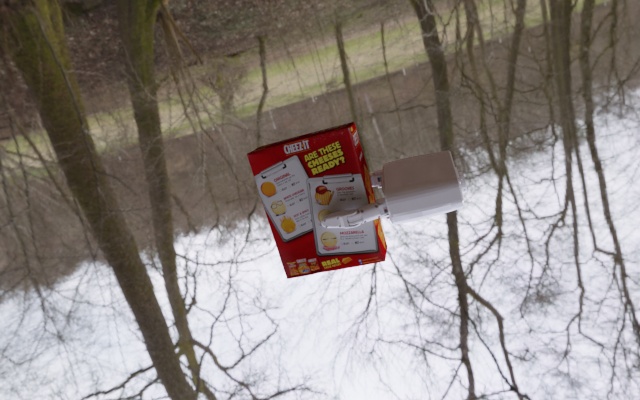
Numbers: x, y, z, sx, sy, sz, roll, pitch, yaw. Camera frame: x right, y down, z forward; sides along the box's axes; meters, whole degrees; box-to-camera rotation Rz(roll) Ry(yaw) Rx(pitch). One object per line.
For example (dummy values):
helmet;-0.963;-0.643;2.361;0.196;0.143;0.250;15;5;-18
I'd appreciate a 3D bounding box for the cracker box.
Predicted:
cracker box;0.000;0.003;0.747;0.164;0.214;0.072;-13;14;15
